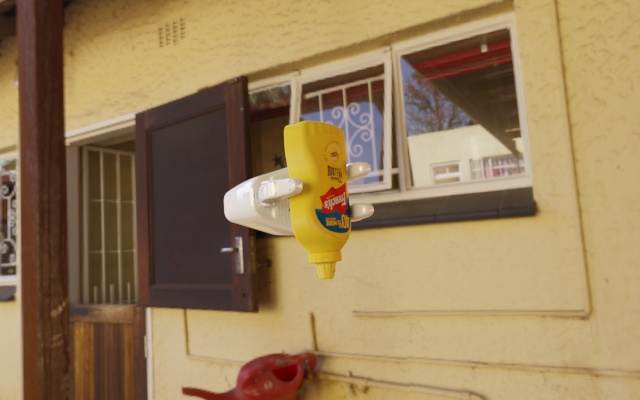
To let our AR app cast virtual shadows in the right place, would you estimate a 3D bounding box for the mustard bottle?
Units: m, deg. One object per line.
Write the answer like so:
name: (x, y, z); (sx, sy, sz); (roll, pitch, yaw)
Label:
mustard bottle: (0.000, 0.002, 0.601); (0.058, 0.191, 0.096); (-8, -7, 32)
